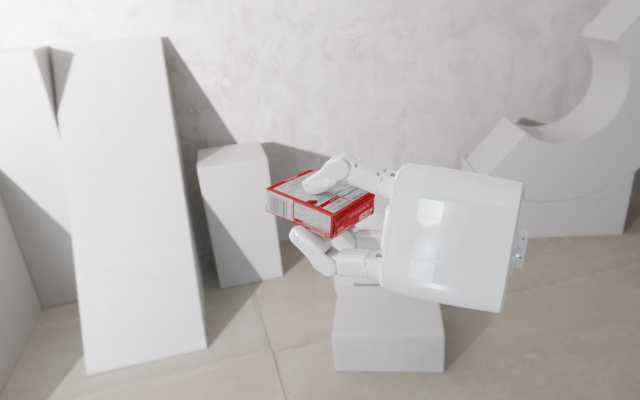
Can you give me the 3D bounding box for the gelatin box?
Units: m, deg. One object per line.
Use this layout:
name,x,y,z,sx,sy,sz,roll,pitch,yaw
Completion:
gelatin box,0.000,0.001,0.488,0.089,0.030,0.073,21,31,32
